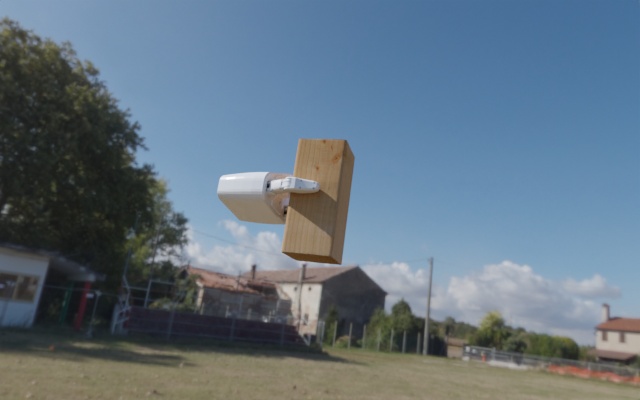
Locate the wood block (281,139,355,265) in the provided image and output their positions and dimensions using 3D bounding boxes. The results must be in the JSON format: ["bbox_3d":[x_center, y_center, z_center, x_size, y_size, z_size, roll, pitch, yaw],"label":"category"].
[{"bbox_3d":[0.000,0.003,0.851,0.090,0.206,0.091,4,-15,16],"label":"wood block"}]
